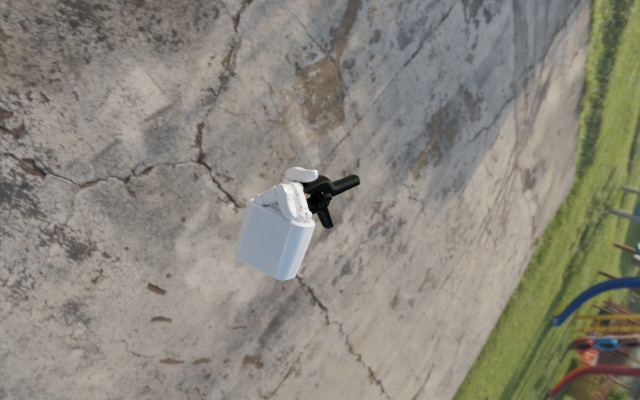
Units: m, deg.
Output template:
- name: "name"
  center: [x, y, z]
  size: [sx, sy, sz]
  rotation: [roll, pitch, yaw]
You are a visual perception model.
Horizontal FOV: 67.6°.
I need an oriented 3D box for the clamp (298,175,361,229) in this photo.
- name: "clamp"
  center: [0.001, 0.003, 0.882]
  size: [0.039, 0.120, 0.171]
  rotation: [33, 20, 35]
